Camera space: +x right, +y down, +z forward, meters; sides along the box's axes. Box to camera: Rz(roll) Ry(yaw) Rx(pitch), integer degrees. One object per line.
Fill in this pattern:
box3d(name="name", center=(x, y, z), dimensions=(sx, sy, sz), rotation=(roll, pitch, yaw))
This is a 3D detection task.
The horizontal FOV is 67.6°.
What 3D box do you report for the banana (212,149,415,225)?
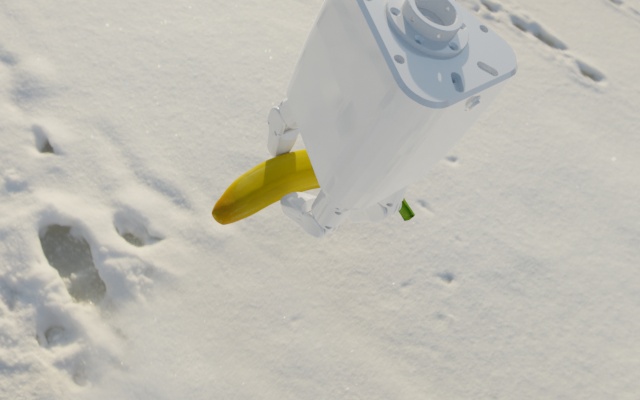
box3d(name="banana", center=(0.000, -0.016, 0.429), dimensions=(0.198, 0.069, 0.037), rotation=(-1, -22, -24))
